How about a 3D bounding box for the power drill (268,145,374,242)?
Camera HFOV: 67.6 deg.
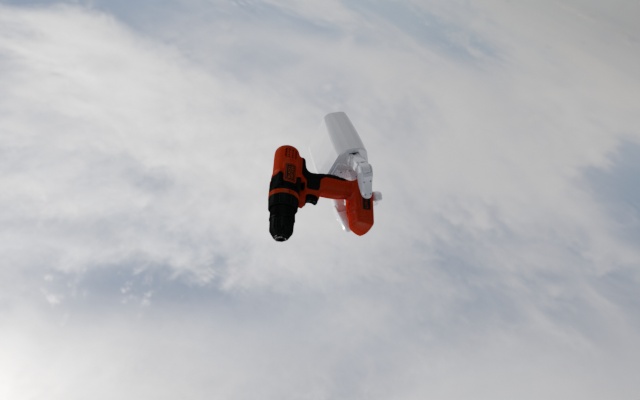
[{"bbox_3d":[0.001,0.003,0.822,0.188,0.184,0.057,17,-35,-22],"label":"power drill"}]
